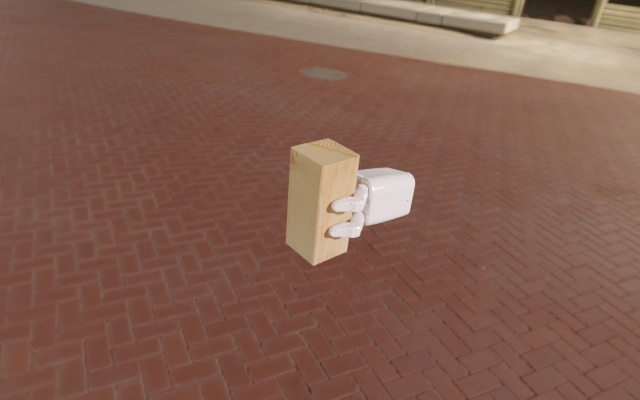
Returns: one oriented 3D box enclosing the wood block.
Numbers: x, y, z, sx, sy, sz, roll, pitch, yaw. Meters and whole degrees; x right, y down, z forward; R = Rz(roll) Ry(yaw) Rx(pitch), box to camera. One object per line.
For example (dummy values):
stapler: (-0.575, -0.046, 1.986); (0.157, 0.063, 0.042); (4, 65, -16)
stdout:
wood block: (0.000, 0.003, 0.884); (0.090, 0.206, 0.090); (-19, 38, -35)
